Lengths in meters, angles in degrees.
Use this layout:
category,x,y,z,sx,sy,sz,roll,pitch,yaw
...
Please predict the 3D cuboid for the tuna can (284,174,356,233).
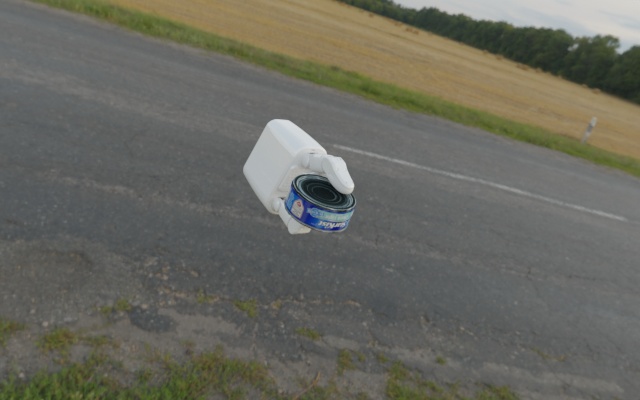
category,x,y,z,sx,sy,sz,roll,pitch,yaw
tuna can,0.000,0.002,0.594,0.086,0.034,0.086,17,27,-9
